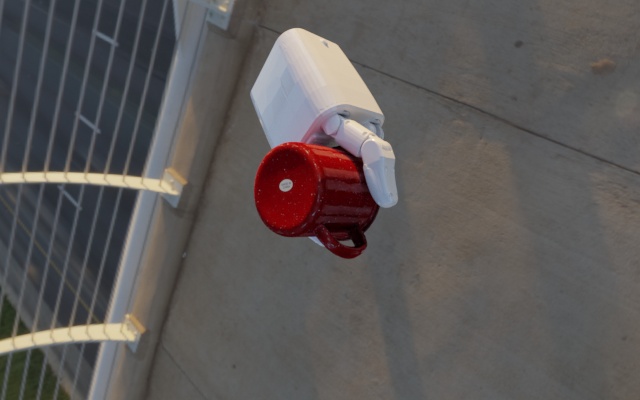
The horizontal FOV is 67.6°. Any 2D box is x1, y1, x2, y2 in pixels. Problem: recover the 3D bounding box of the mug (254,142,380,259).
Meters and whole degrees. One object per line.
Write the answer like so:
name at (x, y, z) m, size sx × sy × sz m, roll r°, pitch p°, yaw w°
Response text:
mug at (0.001, 0.003, 0.426) m, size 0.093 × 0.117 × 0.081 m, roll -42°, pitch -26°, yaw 30°
